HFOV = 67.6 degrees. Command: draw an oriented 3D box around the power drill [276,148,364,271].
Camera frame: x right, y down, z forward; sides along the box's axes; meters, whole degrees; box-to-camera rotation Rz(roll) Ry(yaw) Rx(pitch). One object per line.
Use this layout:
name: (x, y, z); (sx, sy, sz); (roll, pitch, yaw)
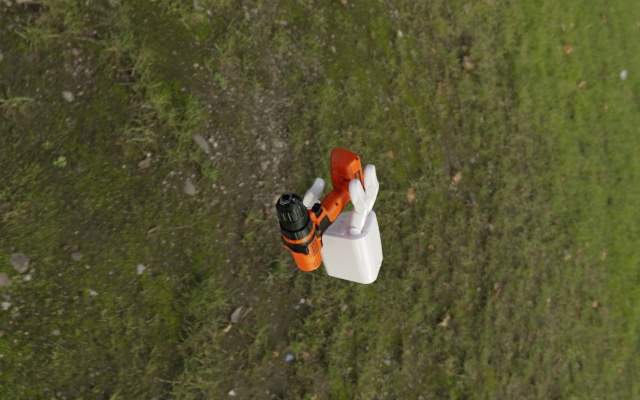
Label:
power drill: (0.000, 0.002, 0.785); (0.057, 0.187, 0.185); (23, -30, 25)
